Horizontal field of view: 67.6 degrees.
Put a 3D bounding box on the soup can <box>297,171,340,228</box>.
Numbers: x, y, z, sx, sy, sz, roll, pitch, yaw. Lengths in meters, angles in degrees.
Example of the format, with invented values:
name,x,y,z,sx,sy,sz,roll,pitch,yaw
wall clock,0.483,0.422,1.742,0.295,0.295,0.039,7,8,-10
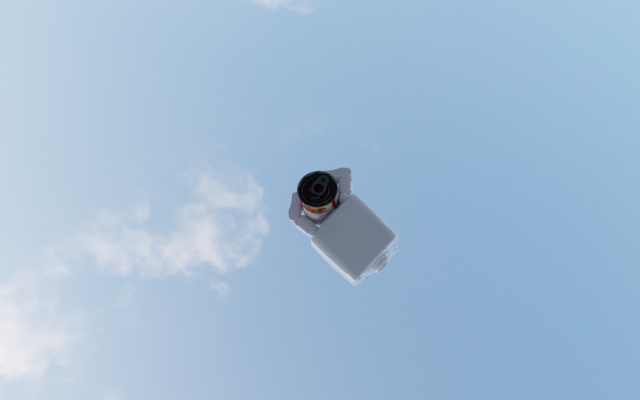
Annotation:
name,x,y,z,sx,sy,sz,roll,pitch,yaw
soup can,0.000,0.003,0.826,0.068,0.068,0.102,0,-26,7
